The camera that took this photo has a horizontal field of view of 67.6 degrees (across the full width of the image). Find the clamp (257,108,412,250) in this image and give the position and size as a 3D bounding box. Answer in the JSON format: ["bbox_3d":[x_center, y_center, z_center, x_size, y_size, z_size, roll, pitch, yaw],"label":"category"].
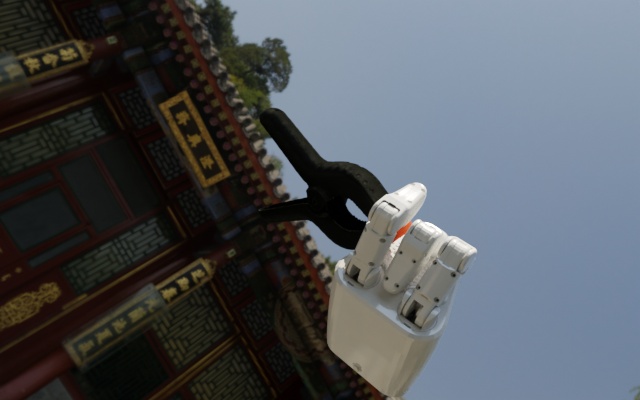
[{"bbox_3d":[0.001,0.001,0.438,0.171,0.120,0.039,37,48,28],"label":"clamp"}]
